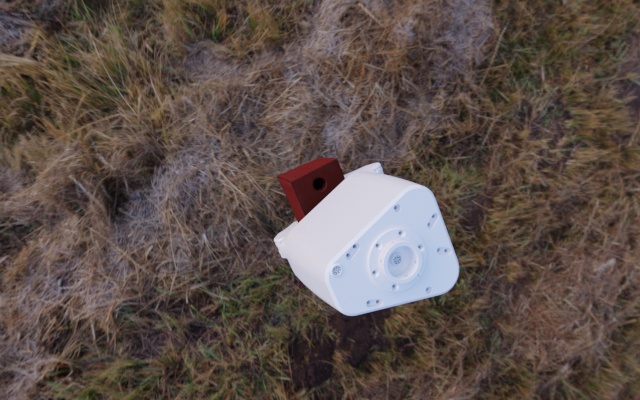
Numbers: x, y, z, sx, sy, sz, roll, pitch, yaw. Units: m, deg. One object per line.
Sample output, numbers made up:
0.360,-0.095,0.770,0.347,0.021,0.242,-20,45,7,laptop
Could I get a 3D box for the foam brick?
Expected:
0.000,0.001,0.477,0.053,0.078,0.051,-27,14,-14,foam brick
